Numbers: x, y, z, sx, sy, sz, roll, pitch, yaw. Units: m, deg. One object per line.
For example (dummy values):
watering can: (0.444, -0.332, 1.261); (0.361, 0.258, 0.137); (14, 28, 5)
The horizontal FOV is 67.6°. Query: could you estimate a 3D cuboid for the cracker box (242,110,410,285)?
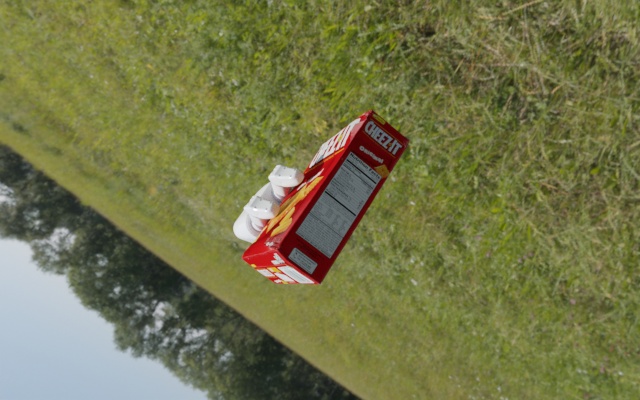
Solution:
cracker box: (0.000, 0.002, 0.613); (0.072, 0.213, 0.164); (38, -20, -12)
